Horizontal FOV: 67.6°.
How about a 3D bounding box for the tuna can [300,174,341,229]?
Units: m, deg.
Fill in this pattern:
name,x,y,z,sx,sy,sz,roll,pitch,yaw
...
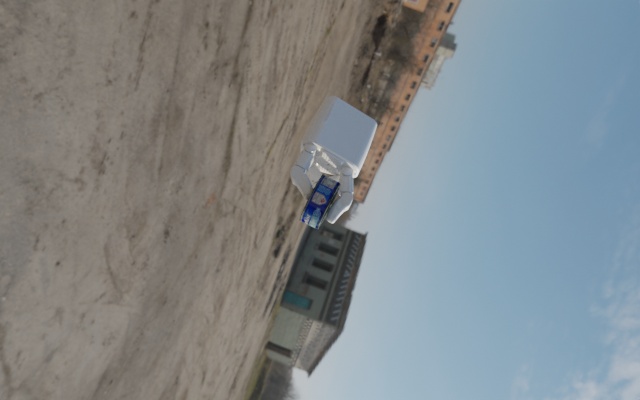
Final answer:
name,x,y,z,sx,sy,sz,roll,pitch,yaw
tuna can,0.001,0.003,0.776,0.034,0.086,0.086,27,2,4
